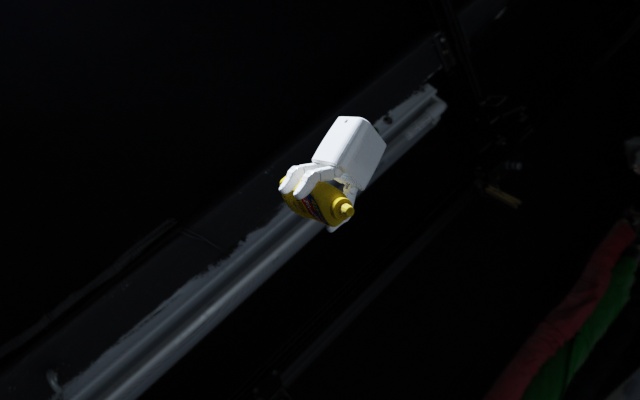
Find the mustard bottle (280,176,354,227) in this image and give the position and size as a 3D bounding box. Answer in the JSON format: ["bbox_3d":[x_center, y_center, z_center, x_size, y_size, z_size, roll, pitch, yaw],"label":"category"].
[{"bbox_3d":[0.000,0.003,0.898,0.058,0.096,0.191,-39,29,-21],"label":"mustard bottle"}]
